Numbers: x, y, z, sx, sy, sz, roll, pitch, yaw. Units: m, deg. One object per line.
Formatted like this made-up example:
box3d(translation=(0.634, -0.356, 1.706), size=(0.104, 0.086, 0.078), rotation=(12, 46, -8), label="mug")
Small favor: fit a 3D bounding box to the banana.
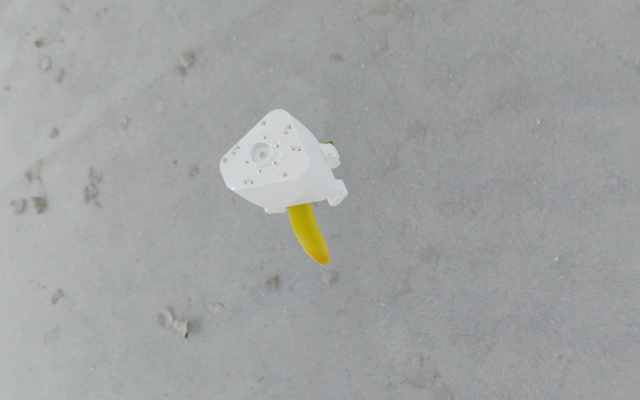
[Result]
box3d(translation=(-0.018, -0.001, 0.730), size=(0.069, 0.197, 0.037), rotation=(-1, -13, 12), label="banana")
